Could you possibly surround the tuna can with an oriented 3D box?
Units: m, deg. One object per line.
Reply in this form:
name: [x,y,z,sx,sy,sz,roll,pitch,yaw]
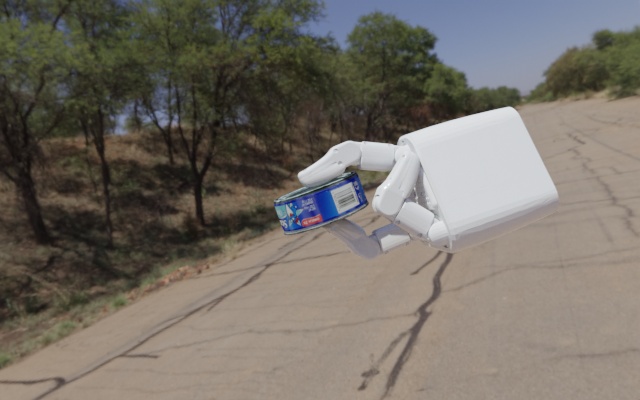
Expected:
tuna can: [0.000,0.001,0.452,0.086,0.034,0.086,-20,6,2]
